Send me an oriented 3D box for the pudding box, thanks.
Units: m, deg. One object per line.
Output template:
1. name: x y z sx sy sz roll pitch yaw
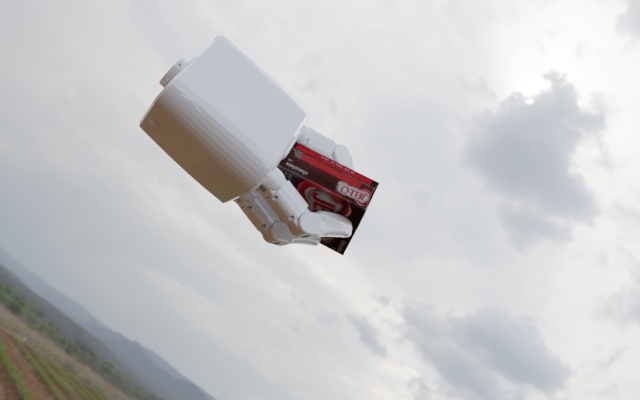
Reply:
1. pudding box: 0.000 0.001 0.474 0.090 0.039 0.113 28 -26 6
